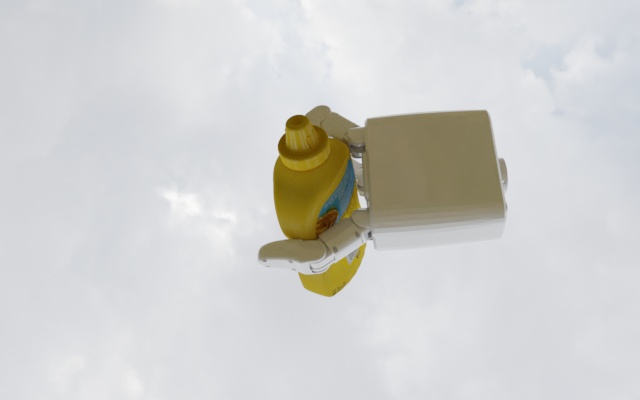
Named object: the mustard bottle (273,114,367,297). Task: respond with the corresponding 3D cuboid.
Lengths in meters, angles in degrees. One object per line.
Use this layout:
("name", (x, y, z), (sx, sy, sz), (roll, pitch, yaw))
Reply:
("mustard bottle", (0.000, 0.002, 0.427), (0.058, 0.096, 0.192), (16, -34, 24))
